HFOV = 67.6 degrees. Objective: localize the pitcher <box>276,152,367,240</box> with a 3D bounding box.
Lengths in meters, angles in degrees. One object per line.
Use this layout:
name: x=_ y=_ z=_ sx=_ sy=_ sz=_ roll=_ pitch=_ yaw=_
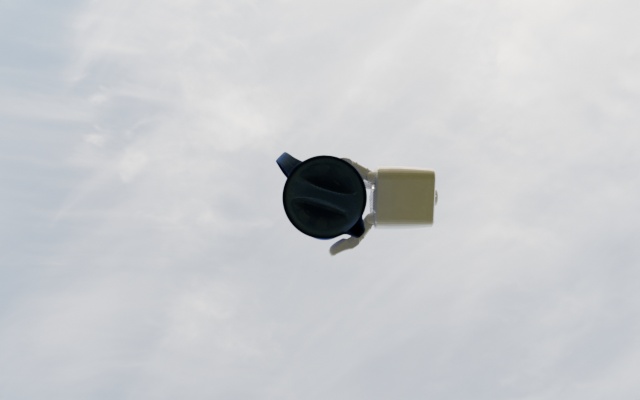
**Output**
pitcher: x=0.000 y=0.003 z=0.859 sx=0.145 sy=0.149 sz=0.243 roll=-2 pitch=-8 yaw=0
